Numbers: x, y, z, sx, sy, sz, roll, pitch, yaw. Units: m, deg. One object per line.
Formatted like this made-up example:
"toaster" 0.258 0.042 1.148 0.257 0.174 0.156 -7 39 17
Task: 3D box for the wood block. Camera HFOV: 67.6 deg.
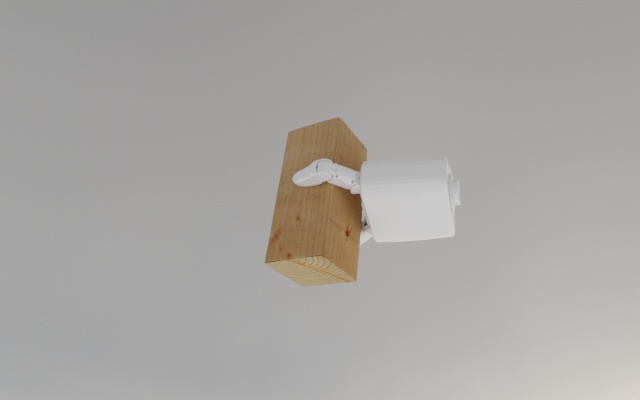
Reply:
"wood block" 0.000 0.002 0.655 0.090 0.206 0.091 -11 -34 30
